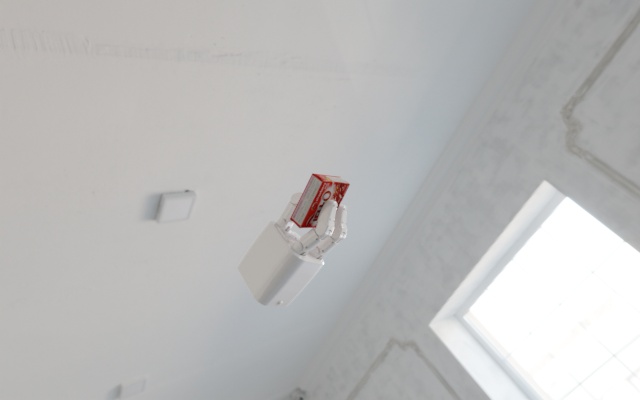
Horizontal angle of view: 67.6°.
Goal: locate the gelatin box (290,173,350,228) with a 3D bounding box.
[{"bbox_3d":[0.000,0.002,0.775,0.030,0.089,0.073,38,20,33],"label":"gelatin box"}]
